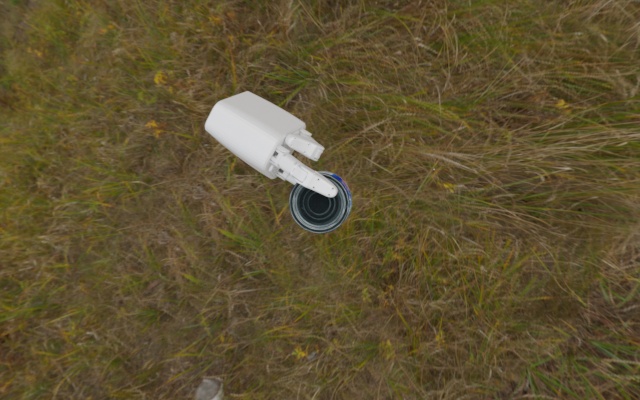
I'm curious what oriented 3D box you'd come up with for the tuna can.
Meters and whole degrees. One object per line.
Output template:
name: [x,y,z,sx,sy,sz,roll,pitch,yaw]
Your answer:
tuna can: [0.000,0.002,0.665,0.086,0.086,0.033,0,7,9]
